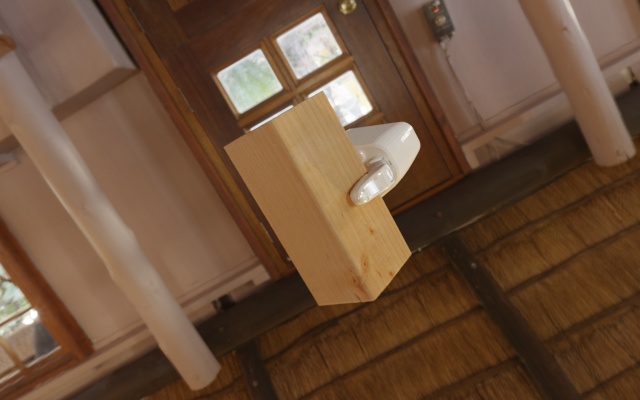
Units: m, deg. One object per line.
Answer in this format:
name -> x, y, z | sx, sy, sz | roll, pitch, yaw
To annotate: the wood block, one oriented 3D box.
wood block -> 0.001, 0.002, 0.518 | 0.091, 0.206, 0.090 | -19, 16, 46
